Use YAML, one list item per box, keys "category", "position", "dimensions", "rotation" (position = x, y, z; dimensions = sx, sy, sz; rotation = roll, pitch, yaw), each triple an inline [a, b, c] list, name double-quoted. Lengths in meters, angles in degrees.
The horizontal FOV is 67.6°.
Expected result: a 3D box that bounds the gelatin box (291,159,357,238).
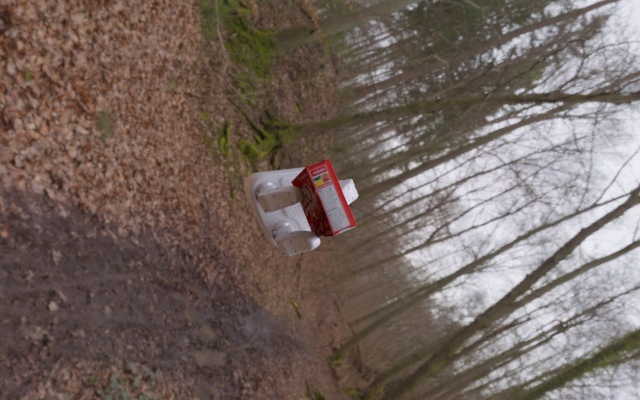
- category: "gelatin box"
  position: [0.001, 0.001, 0.507]
  dimensions: [0.030, 0.073, 0.089]
  rotation: [-22, -1, -15]
